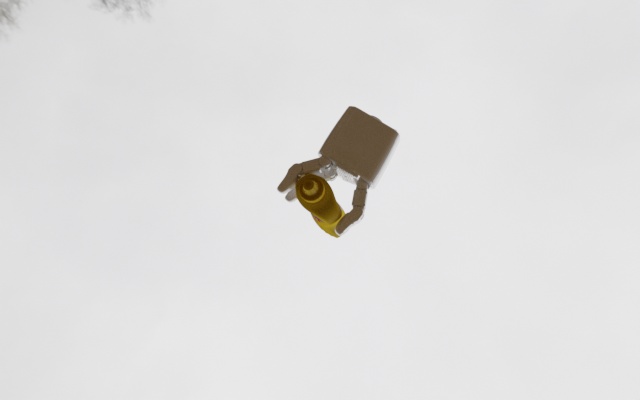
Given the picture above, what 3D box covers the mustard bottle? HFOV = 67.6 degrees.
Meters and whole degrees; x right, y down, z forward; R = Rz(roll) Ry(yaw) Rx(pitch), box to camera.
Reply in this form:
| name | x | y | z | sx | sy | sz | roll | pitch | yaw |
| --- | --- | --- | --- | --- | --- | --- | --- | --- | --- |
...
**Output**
| name | x | y | z | sx | sy | sz | roll | pitch | yaw |
| --- | --- | --- | --- | --- | --- | --- | --- | --- | --- |
| mustard bottle | 0.000 | 0.003 | 0.830 | 0.058 | 0.096 | 0.192 | -36 | -20 | -1 |
